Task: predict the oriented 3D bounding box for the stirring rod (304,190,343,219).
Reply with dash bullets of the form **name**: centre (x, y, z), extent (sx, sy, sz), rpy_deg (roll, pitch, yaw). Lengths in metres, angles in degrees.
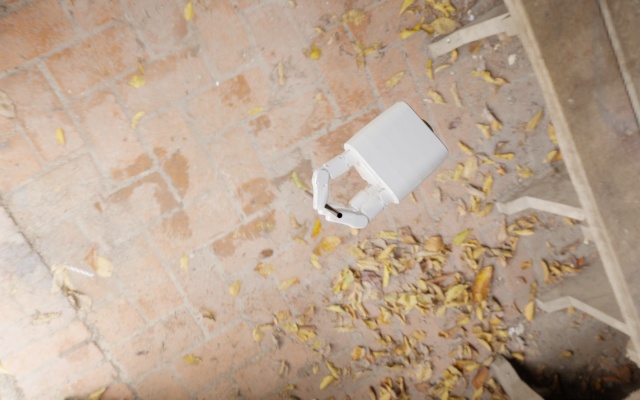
- **stirring rod**: centre (0.000, 0.002, 0.733), extent (0.011, 0.011, 0.239), rpy_deg (0, 8, -12)
